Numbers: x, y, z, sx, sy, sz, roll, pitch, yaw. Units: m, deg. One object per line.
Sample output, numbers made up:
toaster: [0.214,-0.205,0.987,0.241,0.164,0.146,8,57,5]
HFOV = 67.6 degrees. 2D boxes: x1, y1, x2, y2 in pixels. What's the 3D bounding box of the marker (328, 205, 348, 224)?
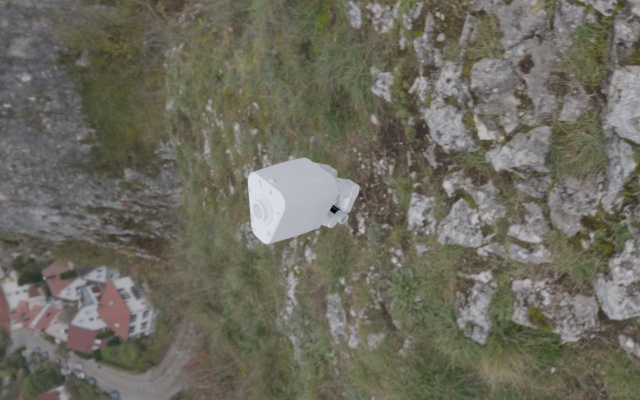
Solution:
marker: [0.000,0.003,0.825,0.020,0.020,0.121,0,28,-48]
